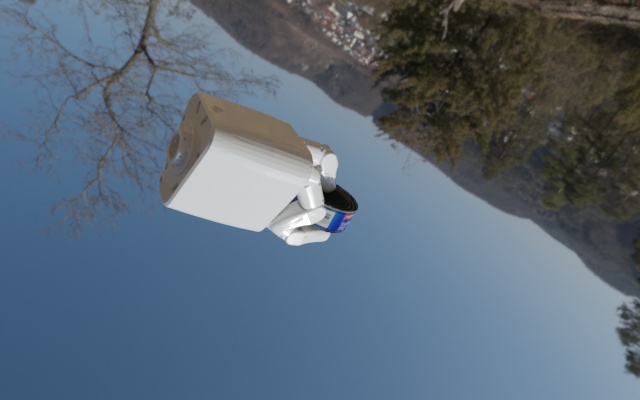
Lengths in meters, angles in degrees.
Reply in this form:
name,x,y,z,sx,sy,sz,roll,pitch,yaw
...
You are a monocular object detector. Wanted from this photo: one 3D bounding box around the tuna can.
name,x,y,z,sx,sy,sz,roll,pitch,yaw
tuna can,0.000,0.002,0.574,0.086,0.034,0.086,25,20,-10
